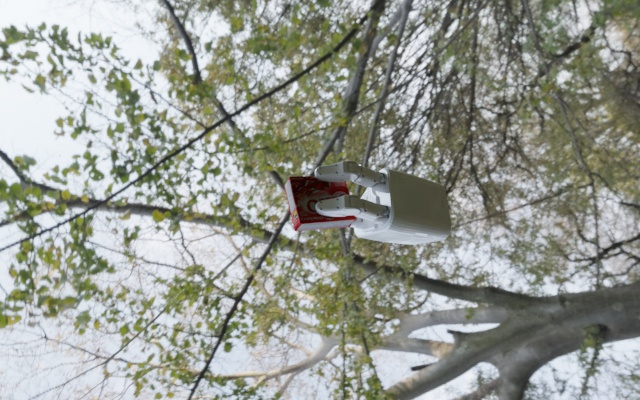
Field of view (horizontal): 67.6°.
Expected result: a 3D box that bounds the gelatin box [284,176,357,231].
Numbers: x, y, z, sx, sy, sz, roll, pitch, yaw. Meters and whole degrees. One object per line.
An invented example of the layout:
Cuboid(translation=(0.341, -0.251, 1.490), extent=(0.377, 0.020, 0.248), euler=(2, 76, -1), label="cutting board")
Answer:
Cuboid(translation=(0.000, 0.002, 0.672), extent=(0.089, 0.073, 0.030), euler=(-3, -26, -24), label="gelatin box")
